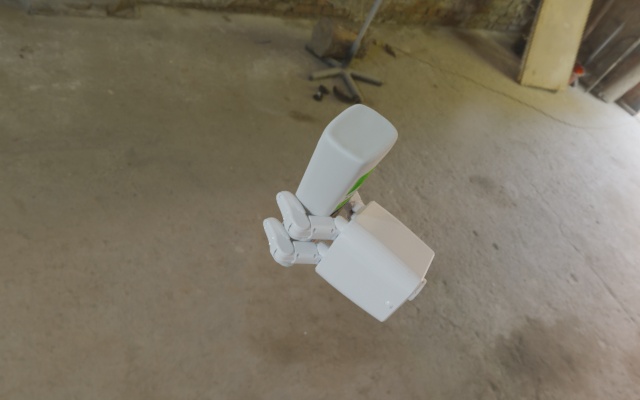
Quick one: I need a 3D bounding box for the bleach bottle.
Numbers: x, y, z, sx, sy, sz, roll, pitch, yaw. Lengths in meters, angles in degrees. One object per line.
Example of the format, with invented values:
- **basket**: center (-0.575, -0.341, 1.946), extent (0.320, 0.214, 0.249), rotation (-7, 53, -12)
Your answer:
- **bleach bottle**: center (0.000, 0.002, 0.604), extent (0.102, 0.068, 0.251), rotation (-44, -11, -44)
